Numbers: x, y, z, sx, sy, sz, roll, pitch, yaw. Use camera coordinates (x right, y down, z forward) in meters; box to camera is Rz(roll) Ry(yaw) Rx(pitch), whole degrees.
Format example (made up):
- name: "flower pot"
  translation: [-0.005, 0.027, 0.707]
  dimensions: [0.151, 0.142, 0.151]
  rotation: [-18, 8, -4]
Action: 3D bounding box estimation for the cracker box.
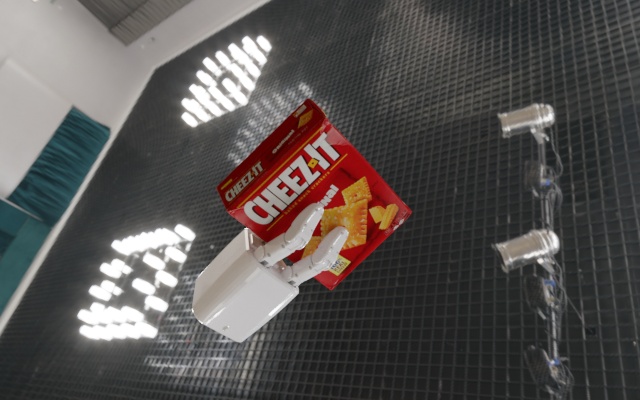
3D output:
- name: "cracker box"
  translation: [0.000, 0.002, 0.631]
  dimensions: [0.214, 0.164, 0.072]
  rotation: [43, 6, -37]
